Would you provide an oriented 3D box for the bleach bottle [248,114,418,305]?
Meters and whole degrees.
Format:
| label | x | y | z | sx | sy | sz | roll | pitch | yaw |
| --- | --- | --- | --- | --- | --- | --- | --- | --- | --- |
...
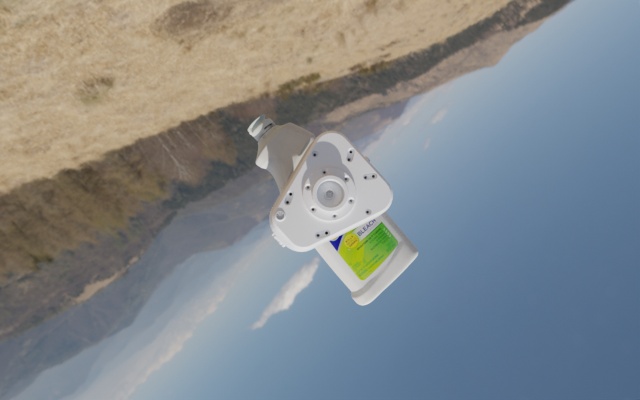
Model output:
| label | x | y | z | sx | sy | sz | roll | pitch | yaw |
| --- | --- | --- | --- | --- | --- | --- | --- | --- | --- |
| bleach bottle | 0.000 | 0.002 | 0.585 | 0.102 | 0.251 | 0.068 | -43 | 0 | -8 |
